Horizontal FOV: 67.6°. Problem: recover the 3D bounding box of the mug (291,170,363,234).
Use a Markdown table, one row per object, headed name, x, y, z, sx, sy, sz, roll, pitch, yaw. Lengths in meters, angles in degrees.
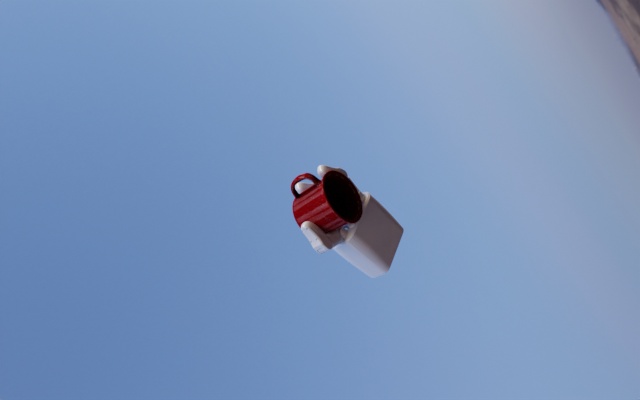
| name | x | y | z | sx | sy | sz | roll | pitch | yaw |
| --- | --- | --- | --- | --- | --- | --- | --- | --- | --- |
| mug | -0.001 | 0.002 | 0.776 | 0.081 | 0.093 | 0.117 | -31 | -61 | 36 |
